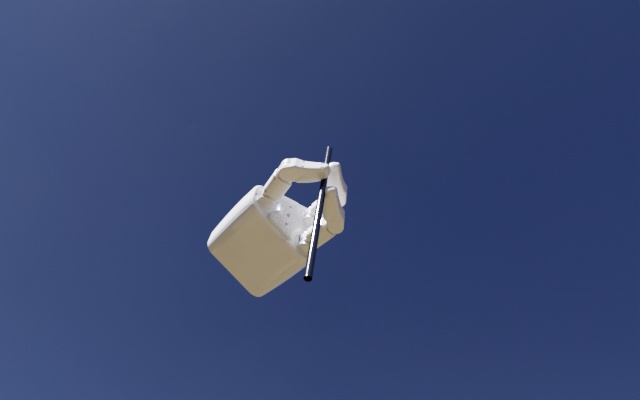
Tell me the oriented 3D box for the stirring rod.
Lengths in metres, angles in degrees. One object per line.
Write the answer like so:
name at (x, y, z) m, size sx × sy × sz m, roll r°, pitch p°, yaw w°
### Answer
stirring rod at (0.000, 0.002, 0.529) m, size 0.011 × 0.011 × 0.239 m, roll 0°, pitch 35°, yaw 7°
